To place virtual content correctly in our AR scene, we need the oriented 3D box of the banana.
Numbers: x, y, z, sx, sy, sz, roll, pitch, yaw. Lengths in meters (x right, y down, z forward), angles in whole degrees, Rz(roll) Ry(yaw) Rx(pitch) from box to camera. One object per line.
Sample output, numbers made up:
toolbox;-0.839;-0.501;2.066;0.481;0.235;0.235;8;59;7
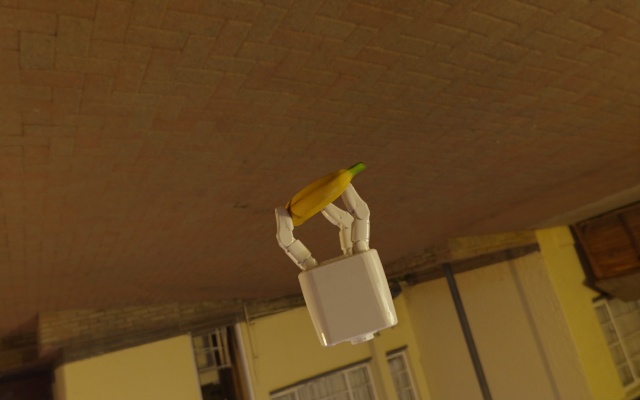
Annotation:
banana;-0.013;0.004;0.690;0.069;0.037;0.198;-13;-14;-38
